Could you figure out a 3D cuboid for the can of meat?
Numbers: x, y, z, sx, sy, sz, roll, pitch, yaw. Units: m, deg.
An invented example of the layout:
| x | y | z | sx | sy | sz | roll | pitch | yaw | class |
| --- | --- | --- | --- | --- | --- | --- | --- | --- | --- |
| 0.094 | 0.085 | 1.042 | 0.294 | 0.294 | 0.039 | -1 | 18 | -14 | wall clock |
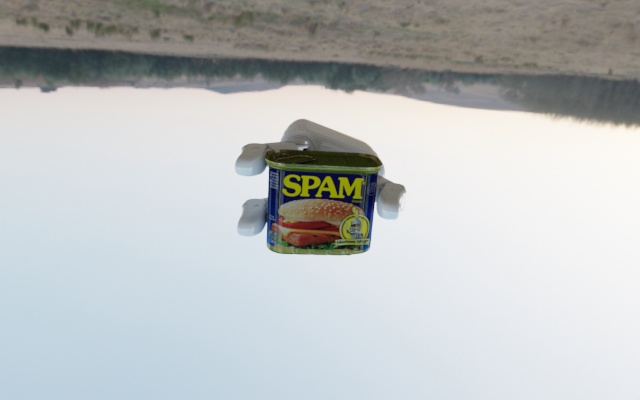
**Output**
| x | y | z | sx | sy | sz | roll | pitch | yaw | class |
| --- | --- | --- | --- | --- | --- | --- | --- | --- | --- |
| 0.000 | 0.002 | 0.434 | 0.102 | 0.084 | 0.057 | 2 | 18 | -5 | can of meat |
